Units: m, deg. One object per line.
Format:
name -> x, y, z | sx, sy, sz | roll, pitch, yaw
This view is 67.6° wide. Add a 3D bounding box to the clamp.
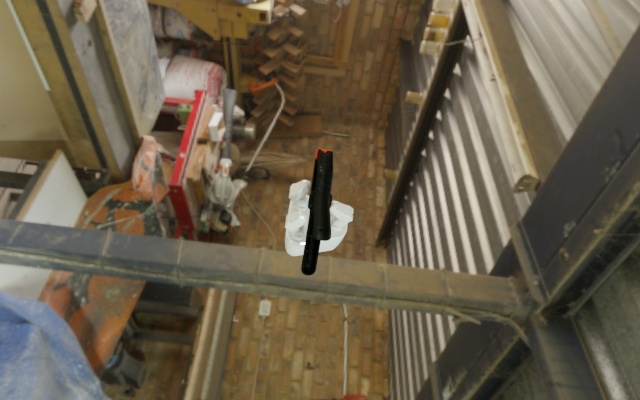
clamp -> 0.001, 0.002, 0.769 | 0.036, 0.210, 0.165 | 9, -21, -7
